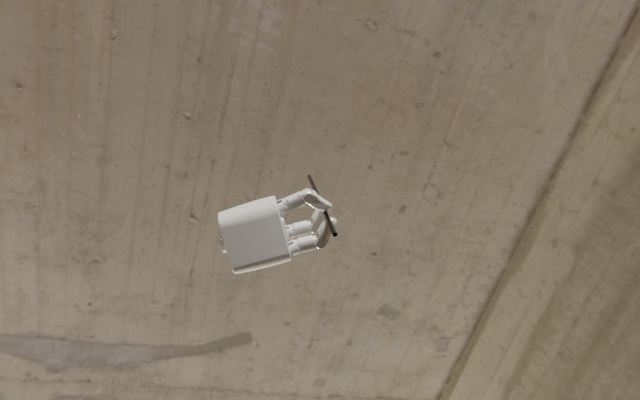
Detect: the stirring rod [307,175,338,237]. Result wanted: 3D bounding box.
[{"bbox_3d":[0.000,0.003,0.886,0.011,0.011,0.239,0,26,-13],"label":"stirring rod"}]
